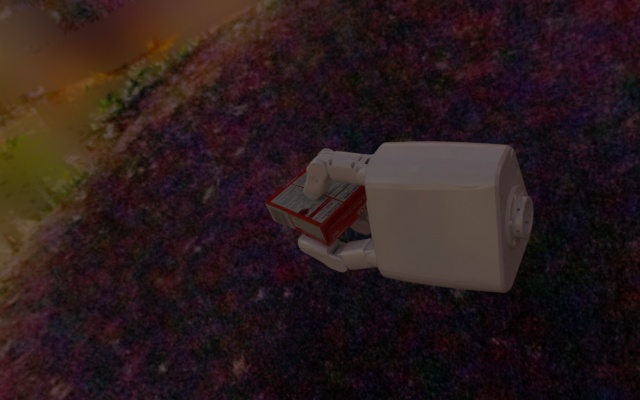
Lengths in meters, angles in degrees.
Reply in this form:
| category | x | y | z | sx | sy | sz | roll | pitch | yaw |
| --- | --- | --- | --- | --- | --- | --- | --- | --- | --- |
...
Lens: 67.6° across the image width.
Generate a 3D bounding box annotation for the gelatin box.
| category | x | y | z | sx | sy | sz | roll | pitch | yaw |
| --- | --- | --- | --- | --- | --- | --- | --- | --- | --- |
| gelatin box | 0.000 | 0.001 | 0.483 | 0.089 | 0.030 | 0.073 | 20 | 52 | 43 |
